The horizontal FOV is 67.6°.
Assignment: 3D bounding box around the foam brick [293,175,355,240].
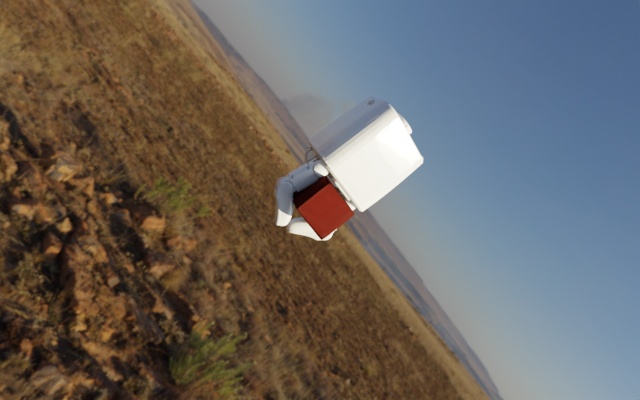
[{"bbox_3d":[0.000,0.002,0.590,0.051,0.053,0.078,-37,20,3],"label":"foam brick"}]
